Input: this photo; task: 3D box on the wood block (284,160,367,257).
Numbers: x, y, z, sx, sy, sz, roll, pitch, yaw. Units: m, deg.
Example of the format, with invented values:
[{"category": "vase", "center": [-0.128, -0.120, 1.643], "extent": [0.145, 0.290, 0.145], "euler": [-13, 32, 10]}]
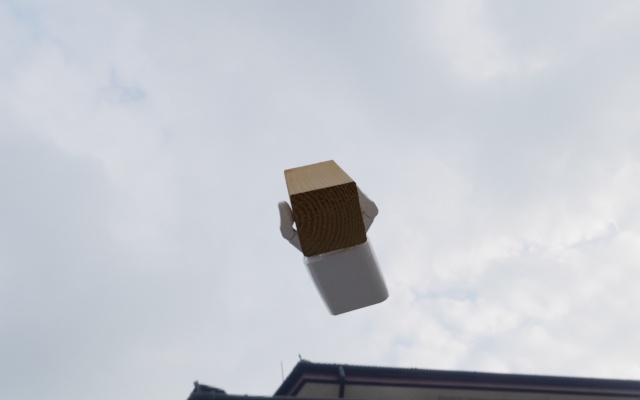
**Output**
[{"category": "wood block", "center": [0.000, 0.003, 0.725], "extent": [0.091, 0.090, 0.206], "euler": [-13, 14, -4]}]
